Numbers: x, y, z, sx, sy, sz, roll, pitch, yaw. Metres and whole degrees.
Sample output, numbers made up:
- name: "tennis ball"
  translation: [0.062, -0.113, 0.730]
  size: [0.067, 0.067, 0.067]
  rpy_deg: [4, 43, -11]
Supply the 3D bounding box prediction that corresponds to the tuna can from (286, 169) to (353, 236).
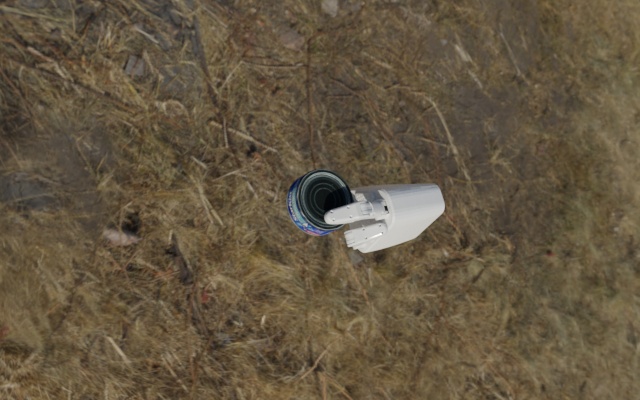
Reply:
- name: "tuna can"
  translation: [0.000, 0.002, 0.634]
  size: [0.086, 0.086, 0.034]
  rpy_deg: [0, -13, -28]
